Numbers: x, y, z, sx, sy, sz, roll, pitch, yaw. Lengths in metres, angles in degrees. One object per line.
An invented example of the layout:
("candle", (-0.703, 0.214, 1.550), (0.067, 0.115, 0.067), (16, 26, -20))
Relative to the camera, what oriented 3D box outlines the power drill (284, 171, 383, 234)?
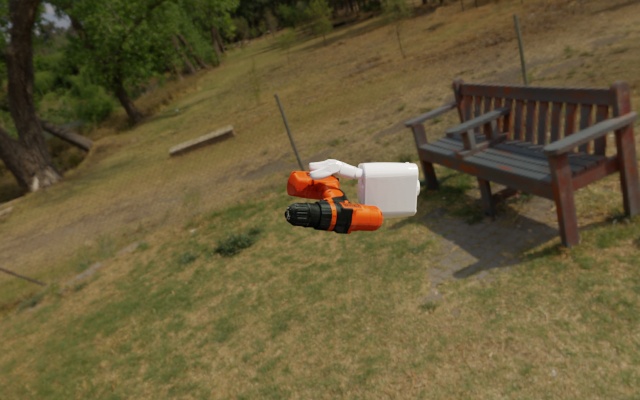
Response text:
("power drill", (0.000, 0.003, 0.892), (0.184, 0.057, 0.187), (6, 22, -26))
